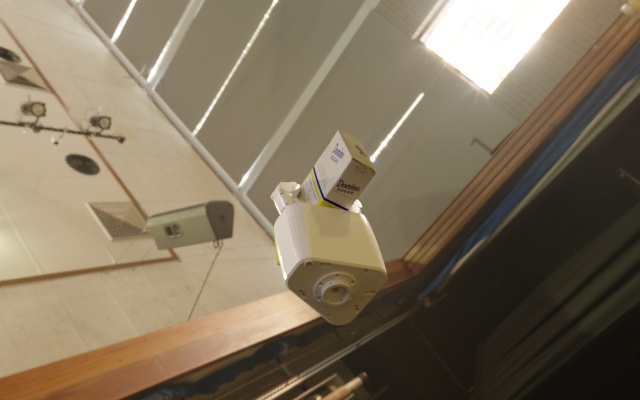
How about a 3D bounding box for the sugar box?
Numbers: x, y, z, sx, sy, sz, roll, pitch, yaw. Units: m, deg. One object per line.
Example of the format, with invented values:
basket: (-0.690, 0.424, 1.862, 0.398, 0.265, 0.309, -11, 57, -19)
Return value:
sugar box: (0.001, 0.002, 0.634, 0.048, 0.176, 0.093, 28, 23, -24)
